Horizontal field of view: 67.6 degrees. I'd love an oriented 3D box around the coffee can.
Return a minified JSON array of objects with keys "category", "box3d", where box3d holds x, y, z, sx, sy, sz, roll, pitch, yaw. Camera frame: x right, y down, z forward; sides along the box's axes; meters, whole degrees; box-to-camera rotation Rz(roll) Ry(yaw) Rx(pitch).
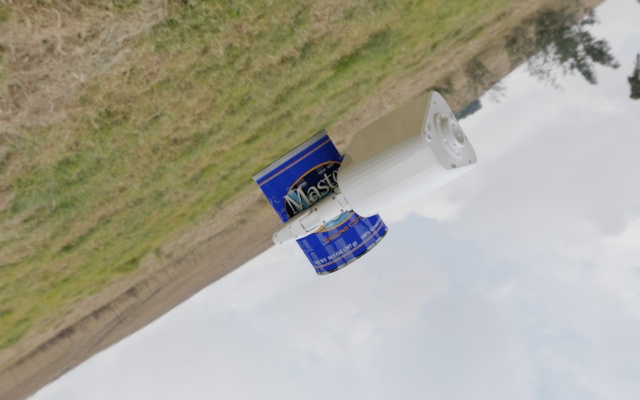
[{"category":"coffee can","box3d":[0.000,0.002,0.566,0.103,0.140,0.103,-33,7,4]}]
